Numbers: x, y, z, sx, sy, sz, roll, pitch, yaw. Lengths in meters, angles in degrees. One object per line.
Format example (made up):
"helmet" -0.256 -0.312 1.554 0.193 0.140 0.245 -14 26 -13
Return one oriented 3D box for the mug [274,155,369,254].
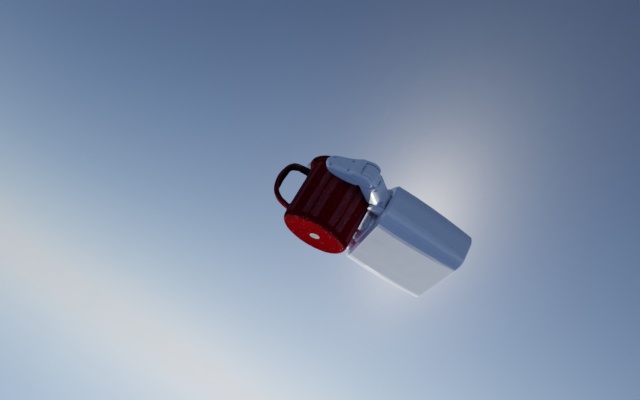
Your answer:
"mug" -0.001 0.001 0.555 0.117 0.081 0.093 32 -23 -2
